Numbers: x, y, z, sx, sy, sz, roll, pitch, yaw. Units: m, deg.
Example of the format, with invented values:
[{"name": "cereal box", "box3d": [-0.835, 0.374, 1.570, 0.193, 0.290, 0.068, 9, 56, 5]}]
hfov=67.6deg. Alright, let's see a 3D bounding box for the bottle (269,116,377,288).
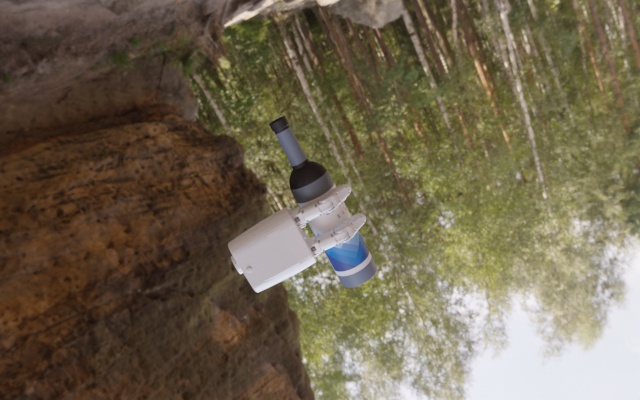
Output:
[{"name": "bottle", "box3d": [0.000, 0.003, 0.765, 0.069, 0.296, 0.069, -25, 17, 8]}]
